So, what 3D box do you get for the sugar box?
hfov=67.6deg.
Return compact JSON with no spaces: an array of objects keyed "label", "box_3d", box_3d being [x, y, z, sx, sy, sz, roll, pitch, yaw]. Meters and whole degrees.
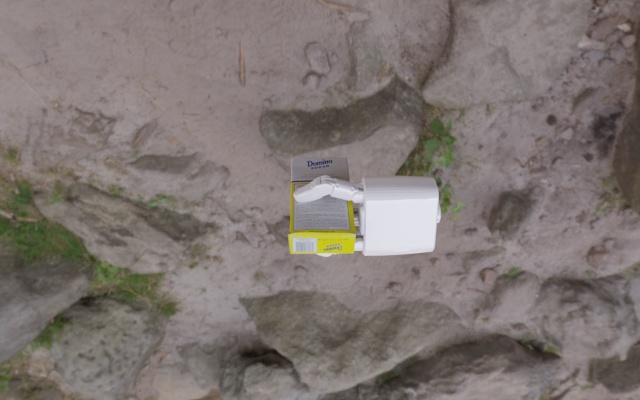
[{"label":"sugar box","box_3d":[0.000,0.003,0.721,0.093,0.048,0.176,1,39,-2]}]
